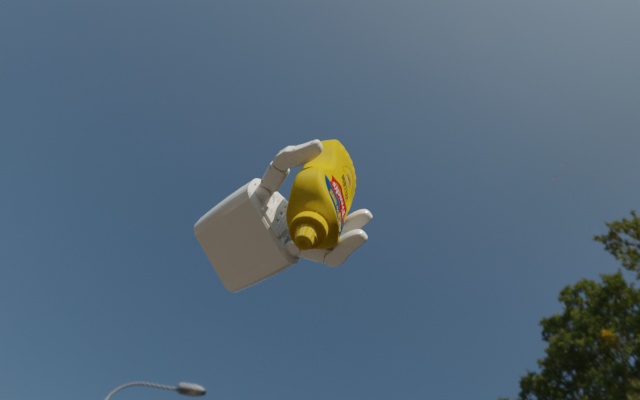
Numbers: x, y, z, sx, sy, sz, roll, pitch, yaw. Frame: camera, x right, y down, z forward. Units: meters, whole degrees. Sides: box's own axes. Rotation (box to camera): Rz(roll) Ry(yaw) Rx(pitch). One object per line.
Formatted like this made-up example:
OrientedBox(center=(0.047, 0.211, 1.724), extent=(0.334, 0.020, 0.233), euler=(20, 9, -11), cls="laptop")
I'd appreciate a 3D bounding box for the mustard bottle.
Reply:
OrientedBox(center=(0.000, 0.002, 0.566), extent=(0.058, 0.096, 0.191), euler=(-6, 24, 15), cls="mustard bottle")
